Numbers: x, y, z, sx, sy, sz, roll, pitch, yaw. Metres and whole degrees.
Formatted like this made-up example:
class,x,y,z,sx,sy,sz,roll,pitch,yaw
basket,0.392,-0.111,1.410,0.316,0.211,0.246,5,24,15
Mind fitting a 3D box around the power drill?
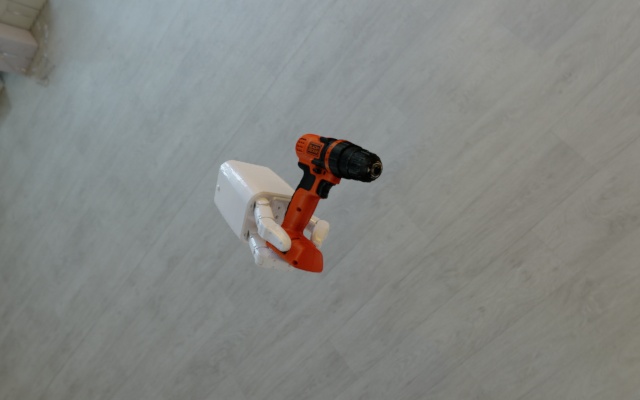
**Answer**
class,x,y,z,sx,sy,sz,roll,pitch,yaw
power drill,0.000,0.003,0.675,0.057,0.187,0.184,19,4,-33
